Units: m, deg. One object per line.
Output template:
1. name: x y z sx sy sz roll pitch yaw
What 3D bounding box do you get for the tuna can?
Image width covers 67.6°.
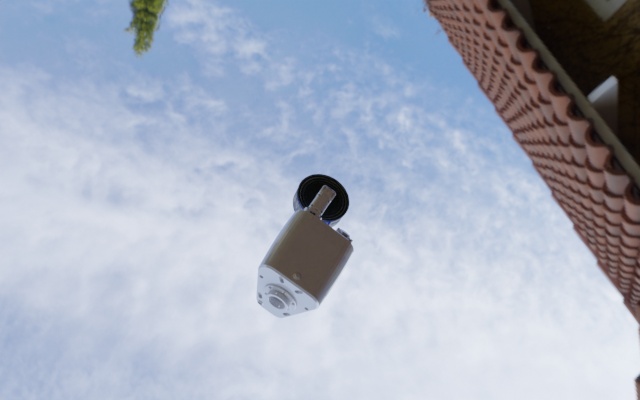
1. tuna can: 0.000 0.003 0.755 0.086 0.086 0.034 0 -31 -22
